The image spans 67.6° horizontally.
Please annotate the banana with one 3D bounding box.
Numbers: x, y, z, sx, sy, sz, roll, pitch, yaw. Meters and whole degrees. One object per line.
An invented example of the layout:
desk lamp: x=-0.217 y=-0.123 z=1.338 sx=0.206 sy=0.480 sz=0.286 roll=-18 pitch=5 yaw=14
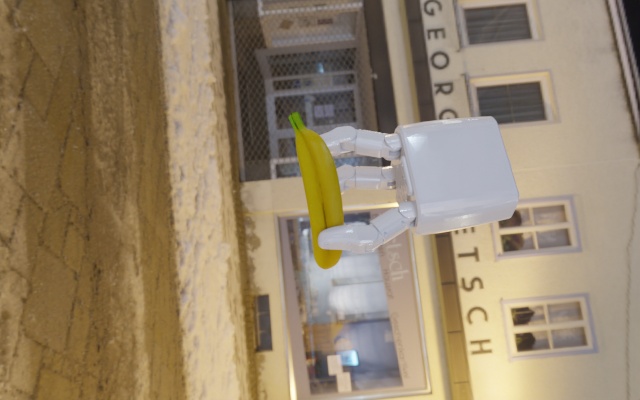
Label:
banana: x=0.003 y=0.008 z=0.507 sx=0.037 sy=0.198 sz=0.069 roll=-12 pitch=30 yaw=-5
